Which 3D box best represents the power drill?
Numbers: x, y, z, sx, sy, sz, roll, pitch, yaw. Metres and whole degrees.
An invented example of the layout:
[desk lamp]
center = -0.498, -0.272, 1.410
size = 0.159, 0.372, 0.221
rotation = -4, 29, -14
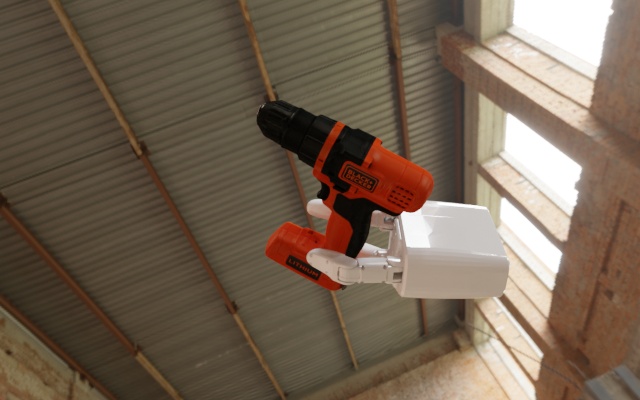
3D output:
[power drill]
center = 0.000, 0.002, 0.506
size = 0.184, 0.188, 0.057
rotation = 28, 42, 4
